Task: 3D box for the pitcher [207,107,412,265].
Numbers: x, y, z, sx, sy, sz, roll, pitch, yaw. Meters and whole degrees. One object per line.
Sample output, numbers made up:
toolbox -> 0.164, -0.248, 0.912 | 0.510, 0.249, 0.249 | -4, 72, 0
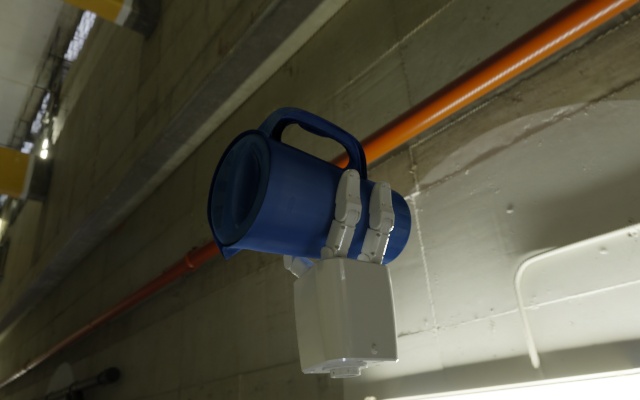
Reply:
pitcher -> 0.000, 0.002, 0.585 | 0.243, 0.145, 0.149 | 16, -33, -37
